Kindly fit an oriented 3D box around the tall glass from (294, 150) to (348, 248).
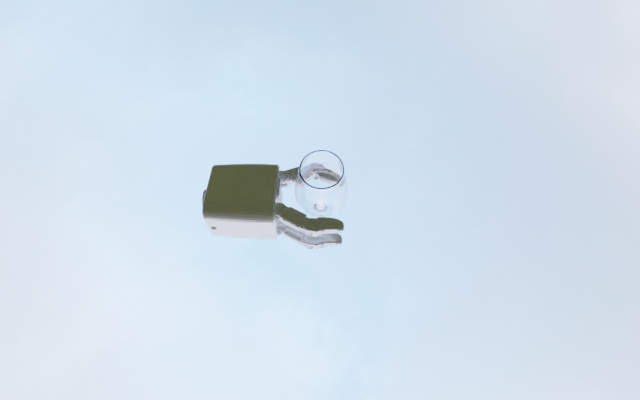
[{"bbox_3d":[0.000,0.003,0.733,0.079,0.079,0.201,0,-27,-1],"label":"tall glass"}]
